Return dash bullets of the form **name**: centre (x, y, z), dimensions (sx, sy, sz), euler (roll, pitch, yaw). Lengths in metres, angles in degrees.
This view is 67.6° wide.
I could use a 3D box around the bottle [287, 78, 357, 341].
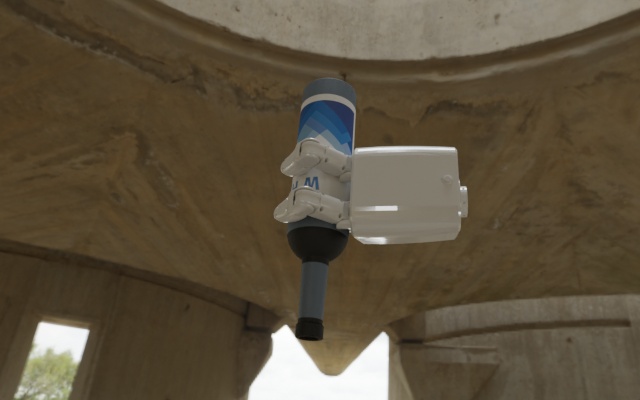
- **bottle**: centre (0.000, 0.001, 0.525), dimensions (0.069, 0.295, 0.069), euler (4, -26, 2)
